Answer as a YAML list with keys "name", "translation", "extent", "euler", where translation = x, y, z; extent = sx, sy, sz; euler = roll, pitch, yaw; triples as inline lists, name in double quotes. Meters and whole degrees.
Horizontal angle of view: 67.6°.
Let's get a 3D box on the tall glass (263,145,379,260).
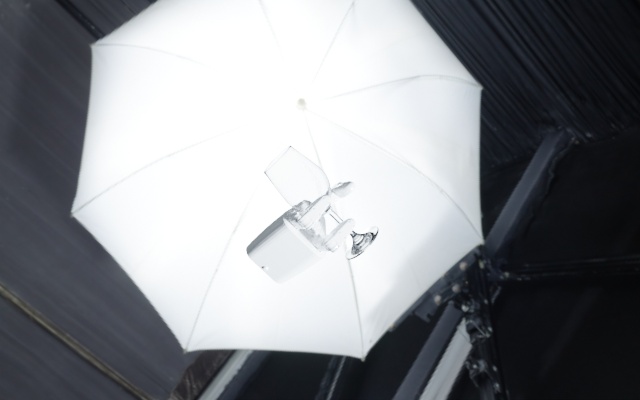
- name: "tall glass"
  translation: [0.001, 0.003, 0.772]
  extent: [0.201, 0.079, 0.079]
  euler: [45, -13, -13]
